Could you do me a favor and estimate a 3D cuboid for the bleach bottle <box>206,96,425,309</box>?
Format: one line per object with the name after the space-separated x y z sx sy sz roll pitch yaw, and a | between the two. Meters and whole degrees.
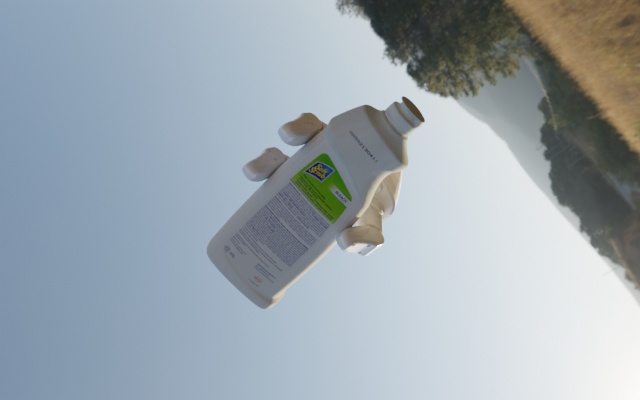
0.000 0.001 0.460 0.251 0.102 0.068 -41 9 28 | bleach bottle
